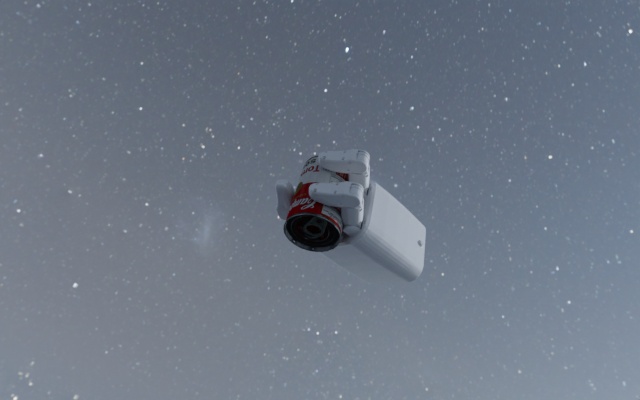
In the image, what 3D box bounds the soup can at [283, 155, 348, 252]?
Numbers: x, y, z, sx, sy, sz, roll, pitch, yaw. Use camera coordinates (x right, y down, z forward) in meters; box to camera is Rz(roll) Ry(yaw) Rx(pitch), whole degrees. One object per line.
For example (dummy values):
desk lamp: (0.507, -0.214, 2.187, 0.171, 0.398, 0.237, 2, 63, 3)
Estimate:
soup can: (0.000, 0.001, 0.582, 0.068, 0.102, 0.069, 8, -41, 8)
